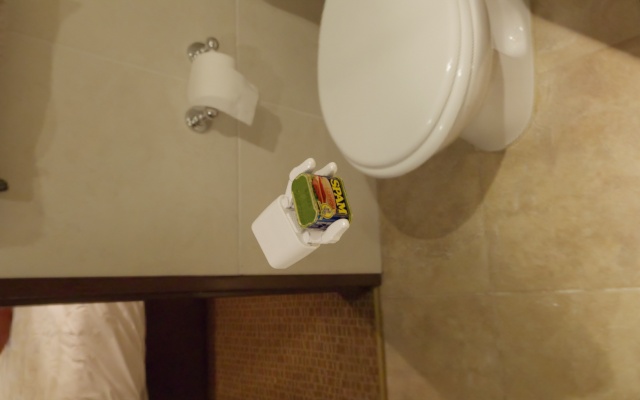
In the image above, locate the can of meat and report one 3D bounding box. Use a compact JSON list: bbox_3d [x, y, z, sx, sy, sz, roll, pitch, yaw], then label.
[{"bbox_3d":[0.000,0.003,0.847,0.084,0.102,0.057,6,-30,-41],"label":"can of meat"}]
